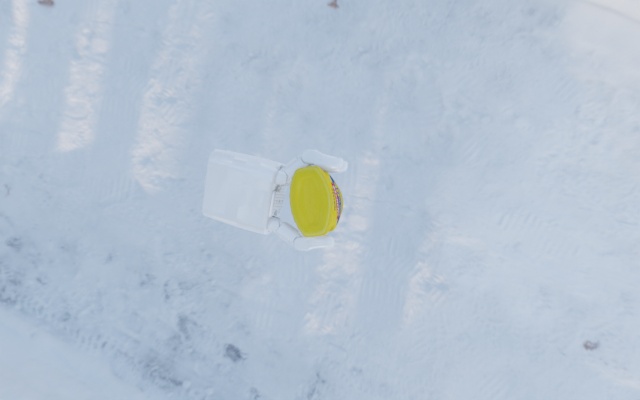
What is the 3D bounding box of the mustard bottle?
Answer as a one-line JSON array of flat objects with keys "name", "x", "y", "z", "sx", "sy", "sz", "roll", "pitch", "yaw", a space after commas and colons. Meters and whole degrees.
[{"name": "mustard bottle", "x": 0.000, "y": 0.002, "z": 0.731, "sx": 0.058, "sy": 0.096, "sz": 0.191, "roll": -9, "pitch": -2, "yaw": 9}]
